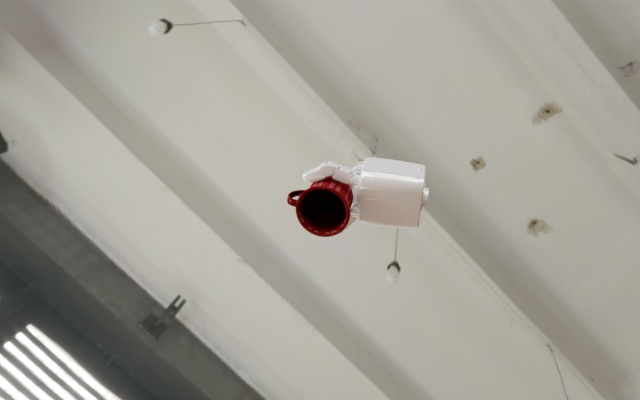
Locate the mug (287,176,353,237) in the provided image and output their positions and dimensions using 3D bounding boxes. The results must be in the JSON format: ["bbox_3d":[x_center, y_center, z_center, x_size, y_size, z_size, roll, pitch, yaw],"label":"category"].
[{"bbox_3d":[-0.001,0.003,0.830,0.117,0.093,0.081,8,24,10],"label":"mug"}]
